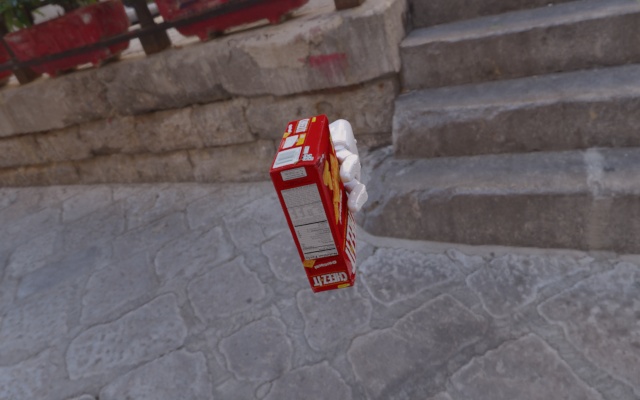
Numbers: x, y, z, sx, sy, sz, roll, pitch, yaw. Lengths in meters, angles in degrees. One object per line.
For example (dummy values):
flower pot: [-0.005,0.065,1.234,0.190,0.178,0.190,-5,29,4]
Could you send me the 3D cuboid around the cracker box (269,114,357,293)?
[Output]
cracker box: [0.000,0.002,0.718,0.072,0.214,0.164,-11,30,13]
